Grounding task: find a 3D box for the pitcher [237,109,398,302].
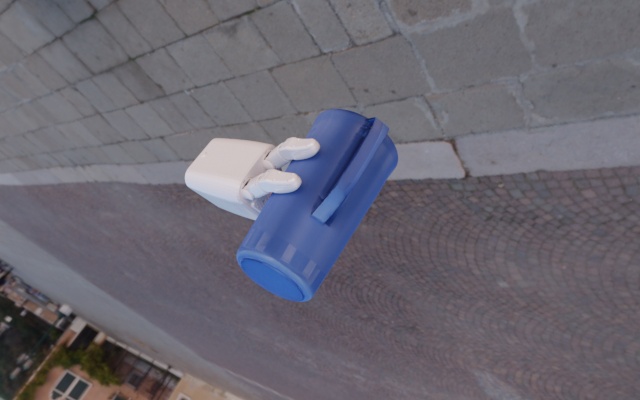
[{"bbox_3d":[0.000,0.002,0.621,0.145,0.242,0.149,14,-32,30],"label":"pitcher"}]
